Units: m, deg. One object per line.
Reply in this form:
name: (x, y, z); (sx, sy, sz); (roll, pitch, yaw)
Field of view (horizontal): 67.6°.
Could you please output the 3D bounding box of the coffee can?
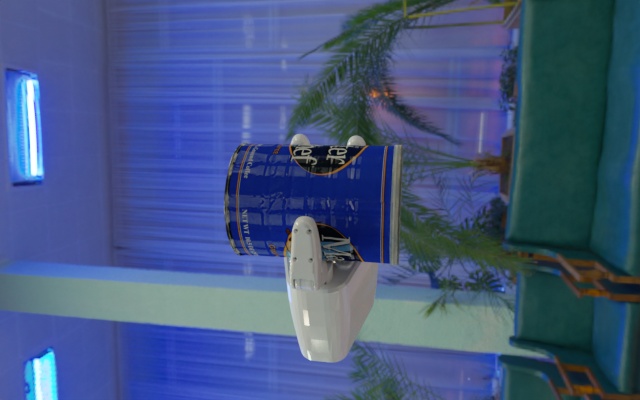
coffee can: (0.000, 0.001, 0.420); (0.140, 0.103, 0.103); (2, 0, 10)
